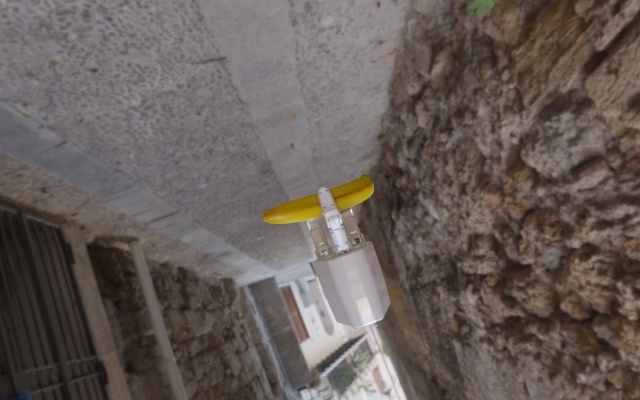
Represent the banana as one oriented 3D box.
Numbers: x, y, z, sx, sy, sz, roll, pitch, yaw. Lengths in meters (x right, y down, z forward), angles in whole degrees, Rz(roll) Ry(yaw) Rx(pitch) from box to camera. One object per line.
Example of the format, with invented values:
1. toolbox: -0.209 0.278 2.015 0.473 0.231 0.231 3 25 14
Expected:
1. banana: 0.011 0.000 0.729 0.198 0.037 0.069 -20 6 -26
